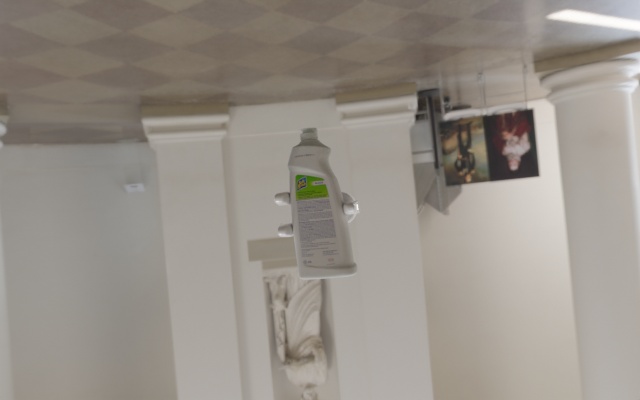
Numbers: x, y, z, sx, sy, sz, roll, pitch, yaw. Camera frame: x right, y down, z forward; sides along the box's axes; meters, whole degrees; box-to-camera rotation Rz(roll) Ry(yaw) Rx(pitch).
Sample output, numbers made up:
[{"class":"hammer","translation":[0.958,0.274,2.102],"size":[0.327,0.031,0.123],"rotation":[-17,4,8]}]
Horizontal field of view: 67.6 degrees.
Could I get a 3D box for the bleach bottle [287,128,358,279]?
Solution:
[{"class":"bleach bottle","translation":[0.000,0.003,0.809],"size":[0.102,0.251,0.068],"rotation":[-5,-1,9]}]
